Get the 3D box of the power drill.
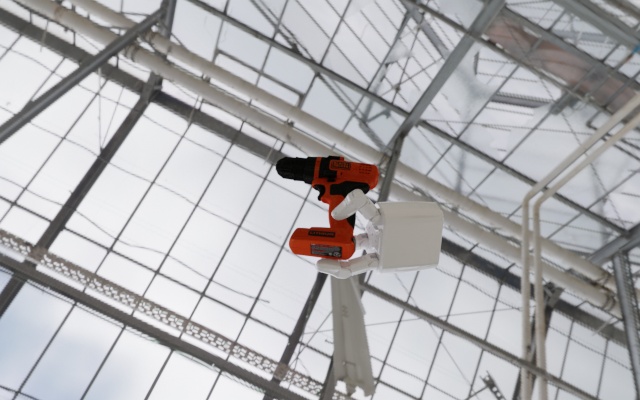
[{"bbox_3d":[0.000,0.003,0.805,0.184,0.187,0.057,5,-35,8],"label":"power drill"}]
